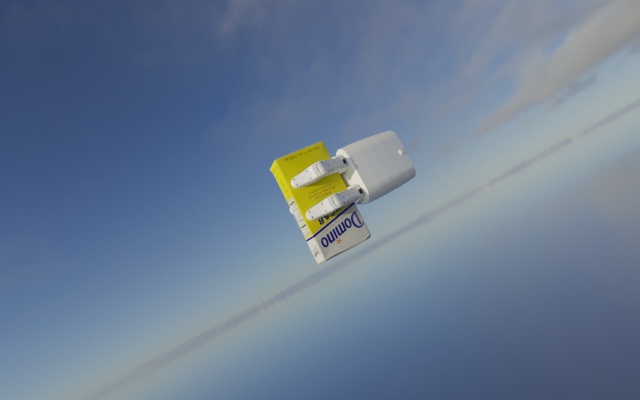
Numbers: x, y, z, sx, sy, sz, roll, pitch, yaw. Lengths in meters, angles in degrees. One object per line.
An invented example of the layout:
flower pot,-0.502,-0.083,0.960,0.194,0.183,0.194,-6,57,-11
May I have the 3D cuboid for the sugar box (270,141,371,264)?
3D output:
sugar box,0.000,0.002,0.765,0.093,0.176,0.048,-25,-8,-23
